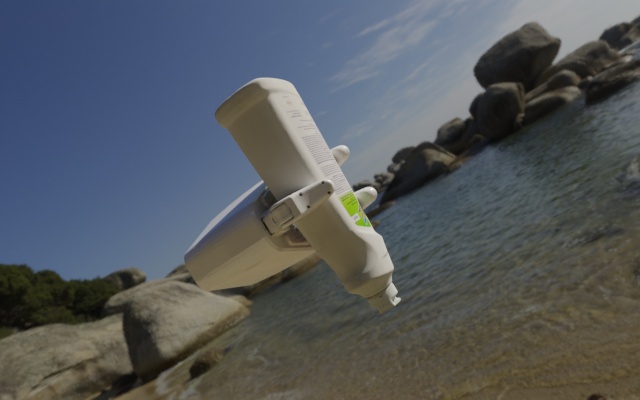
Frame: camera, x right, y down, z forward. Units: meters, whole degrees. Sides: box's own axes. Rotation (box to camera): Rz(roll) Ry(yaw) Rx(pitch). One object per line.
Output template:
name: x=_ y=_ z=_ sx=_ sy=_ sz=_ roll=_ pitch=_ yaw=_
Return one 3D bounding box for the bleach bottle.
bleach bottle: x=0.000 y=0.001 z=0.477 sx=0.068 sy=0.251 sz=0.102 roll=-33 pitch=-2 yaw=23
